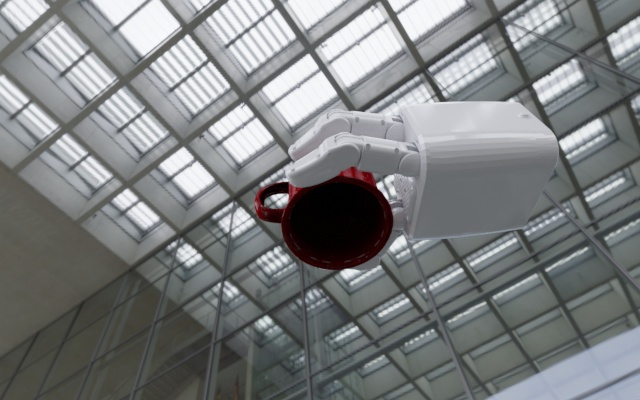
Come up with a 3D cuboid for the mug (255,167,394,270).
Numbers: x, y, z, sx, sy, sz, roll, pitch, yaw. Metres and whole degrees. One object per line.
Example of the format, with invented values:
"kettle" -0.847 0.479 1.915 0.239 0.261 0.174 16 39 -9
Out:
"mug" -0.001 0.001 0.428 0.117 0.093 0.081 -2 31 -2
